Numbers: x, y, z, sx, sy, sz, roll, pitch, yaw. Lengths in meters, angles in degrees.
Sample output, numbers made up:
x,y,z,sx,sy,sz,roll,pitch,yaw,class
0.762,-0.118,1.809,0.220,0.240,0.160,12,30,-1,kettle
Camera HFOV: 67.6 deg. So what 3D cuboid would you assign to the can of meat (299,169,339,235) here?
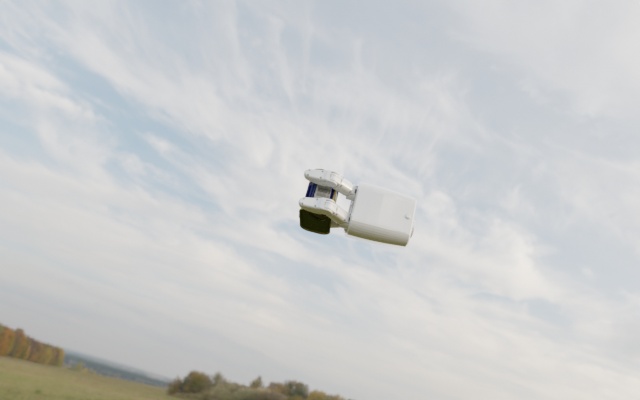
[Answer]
x,y,z,sx,sy,sz,roll,pitch,yaw,class
0.000,0.003,0.862,0.057,0.084,0.102,13,-24,5,can of meat
